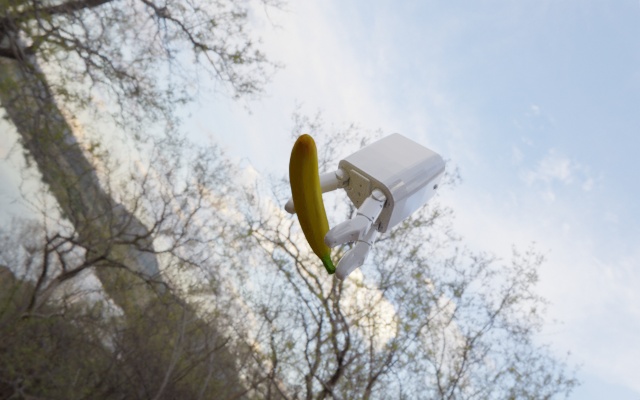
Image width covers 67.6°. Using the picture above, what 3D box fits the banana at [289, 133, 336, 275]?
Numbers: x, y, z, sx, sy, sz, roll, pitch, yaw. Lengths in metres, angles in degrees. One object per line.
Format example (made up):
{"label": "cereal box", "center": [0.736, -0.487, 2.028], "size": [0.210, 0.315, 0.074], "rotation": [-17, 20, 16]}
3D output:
{"label": "banana", "center": [-0.010, -0.002, 0.594], "size": [0.037, 0.198, 0.069], "rotation": [-28, 35, -23]}
